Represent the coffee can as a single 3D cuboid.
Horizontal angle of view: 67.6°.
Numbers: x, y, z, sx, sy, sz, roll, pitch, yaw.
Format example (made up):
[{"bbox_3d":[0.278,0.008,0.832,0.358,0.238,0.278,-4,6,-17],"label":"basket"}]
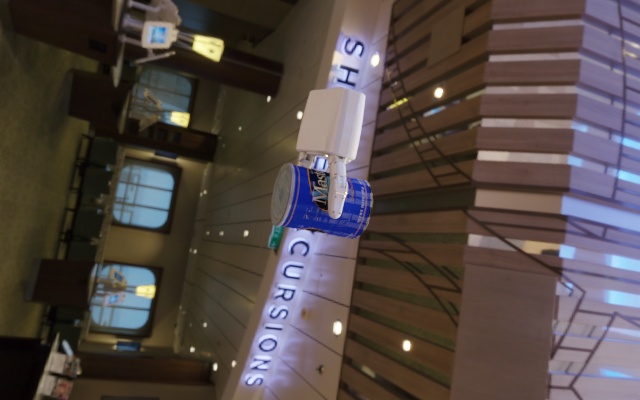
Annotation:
[{"bbox_3d":[0.000,0.003,0.784,0.140,0.103,0.103,11,-4,-20],"label":"coffee can"}]
